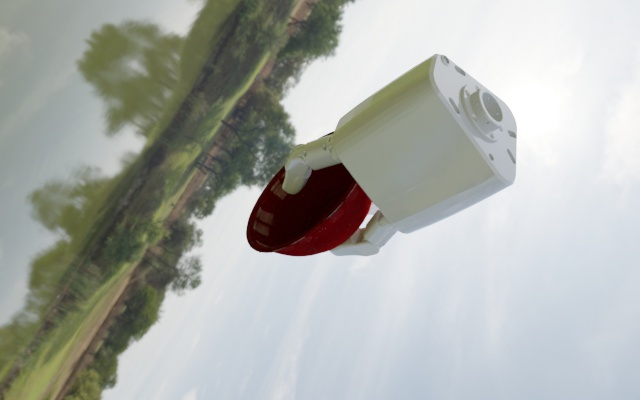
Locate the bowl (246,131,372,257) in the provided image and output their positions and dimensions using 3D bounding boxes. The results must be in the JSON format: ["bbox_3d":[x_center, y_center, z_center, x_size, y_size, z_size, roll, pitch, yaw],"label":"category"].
[{"bbox_3d":[0.000,0.002,0.490,0.055,0.162,0.162,45,-25,-27],"label":"bowl"}]
